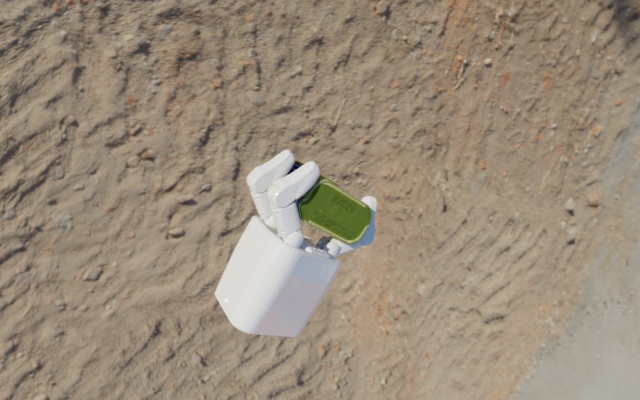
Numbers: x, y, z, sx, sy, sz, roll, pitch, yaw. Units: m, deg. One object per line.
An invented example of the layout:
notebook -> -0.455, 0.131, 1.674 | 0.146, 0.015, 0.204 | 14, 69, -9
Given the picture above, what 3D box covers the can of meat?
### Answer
can of meat -> 0.000, 0.002, 0.554 | 0.102, 0.057, 0.084 | 29, 3, -34
